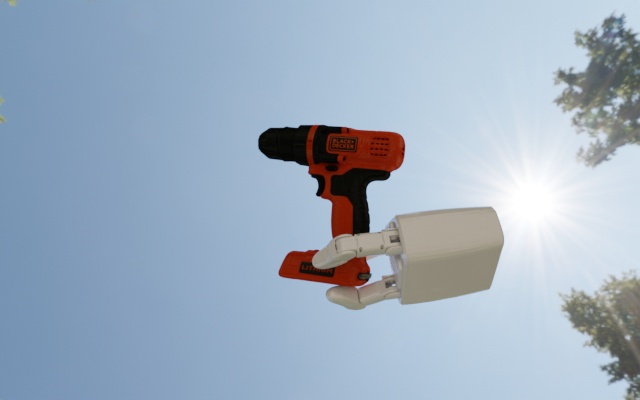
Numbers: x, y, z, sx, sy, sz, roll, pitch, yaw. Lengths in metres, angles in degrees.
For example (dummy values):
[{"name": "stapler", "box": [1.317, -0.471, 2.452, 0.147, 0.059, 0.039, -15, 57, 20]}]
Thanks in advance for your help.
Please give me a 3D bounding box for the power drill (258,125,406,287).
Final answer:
[{"name": "power drill", "box": [0.000, 0.002, 0.568, 0.184, 0.187, 0.057, 6, -4, 21]}]
